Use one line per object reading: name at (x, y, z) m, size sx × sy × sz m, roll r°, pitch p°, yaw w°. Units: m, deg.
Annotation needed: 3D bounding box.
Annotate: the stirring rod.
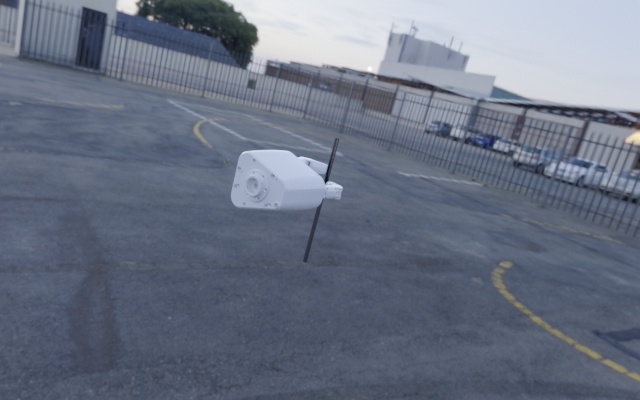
stirring rod at (0.000, 0.003, 0.880) m, size 0.011 × 0.239 × 0.011 m, roll 14°, pitch 13°, yaw -3°
